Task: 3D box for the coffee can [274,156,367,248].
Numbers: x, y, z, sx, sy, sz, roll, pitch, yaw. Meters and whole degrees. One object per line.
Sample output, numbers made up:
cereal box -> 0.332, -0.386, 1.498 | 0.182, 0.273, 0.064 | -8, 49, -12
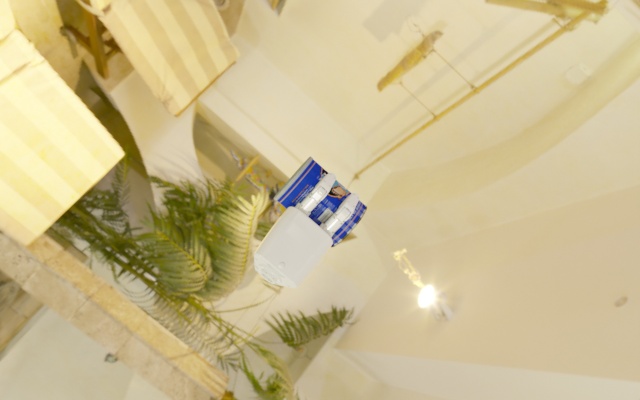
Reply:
coffee can -> 0.000, 0.003, 0.878 | 0.140, 0.103, 0.103 | 41, -5, -6
